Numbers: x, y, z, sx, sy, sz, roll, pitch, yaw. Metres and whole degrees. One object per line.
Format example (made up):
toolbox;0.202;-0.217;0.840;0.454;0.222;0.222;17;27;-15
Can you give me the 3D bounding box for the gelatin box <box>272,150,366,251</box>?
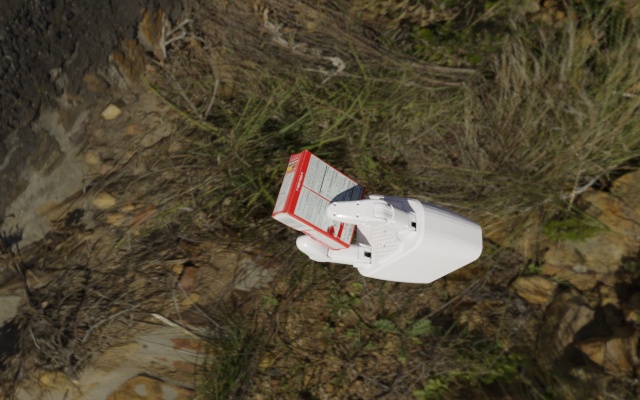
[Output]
gelatin box;0.000;0.001;0.496;0.089;0.073;0.030;31;-28;-31
